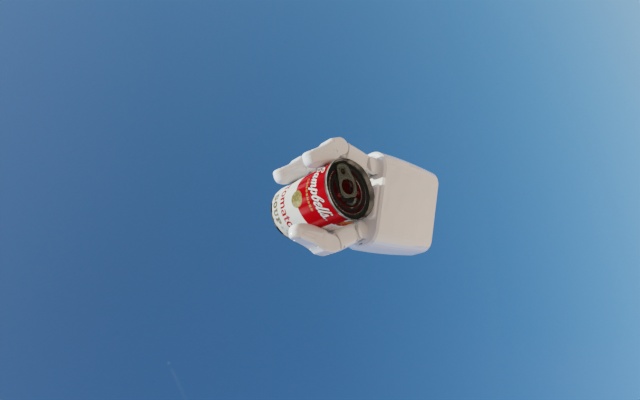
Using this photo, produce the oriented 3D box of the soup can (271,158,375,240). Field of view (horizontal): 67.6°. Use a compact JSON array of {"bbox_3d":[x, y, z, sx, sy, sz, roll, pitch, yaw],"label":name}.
[{"bbox_3d":[0.000,0.002,0.528,0.068,0.068,0.102,0,-16,-41],"label":"soup can"}]
